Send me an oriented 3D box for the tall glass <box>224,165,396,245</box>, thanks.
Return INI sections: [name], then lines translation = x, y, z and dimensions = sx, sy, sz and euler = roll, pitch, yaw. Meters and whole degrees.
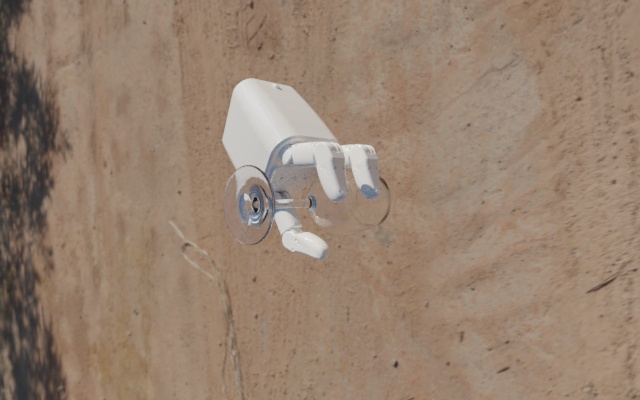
[tall glass]
translation = 0.000, 0.002, 0.512
dimensions = 0.079, 0.079, 0.201
euler = 0, 1, 43
